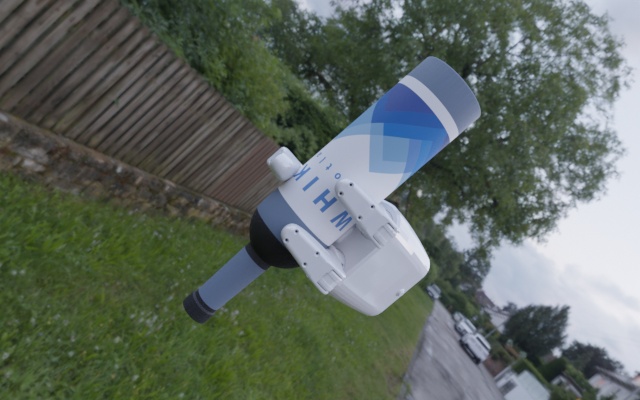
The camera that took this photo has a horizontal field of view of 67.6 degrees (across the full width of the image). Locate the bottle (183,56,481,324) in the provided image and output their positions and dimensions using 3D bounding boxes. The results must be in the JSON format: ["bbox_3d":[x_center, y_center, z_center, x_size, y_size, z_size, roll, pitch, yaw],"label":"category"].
[{"bbox_3d":[0.000,0.001,0.409,0.296,0.069,0.069,-41,-3,4],"label":"bottle"}]
